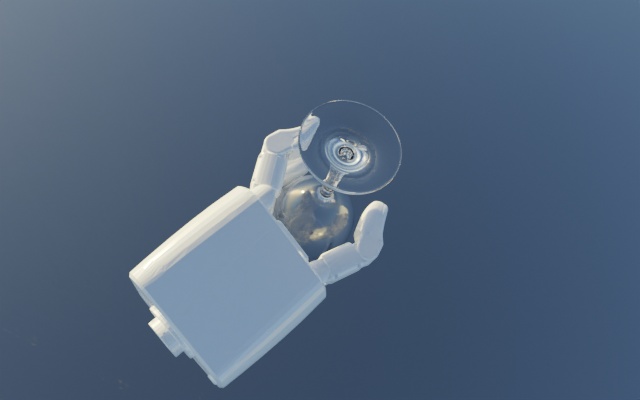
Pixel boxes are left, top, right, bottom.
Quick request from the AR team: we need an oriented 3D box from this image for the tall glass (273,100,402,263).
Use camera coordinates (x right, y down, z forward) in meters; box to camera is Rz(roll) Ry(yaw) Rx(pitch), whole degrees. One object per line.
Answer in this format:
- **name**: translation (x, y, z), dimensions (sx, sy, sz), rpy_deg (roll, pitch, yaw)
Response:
- **tall glass**: translation (0.000, 0.001, 0.418), dimensions (0.079, 0.079, 0.201), rpy_deg (0, -23, -13)
